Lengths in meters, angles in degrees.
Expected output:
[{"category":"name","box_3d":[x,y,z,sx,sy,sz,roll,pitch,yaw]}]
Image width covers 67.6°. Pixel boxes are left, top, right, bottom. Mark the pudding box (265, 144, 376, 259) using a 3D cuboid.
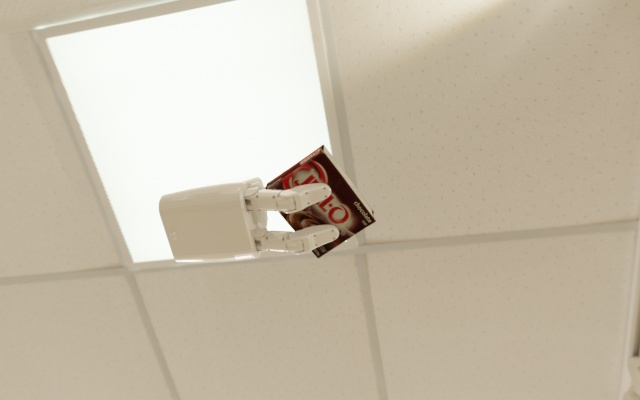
[{"category":"pudding box","box_3d":[0.000,0.002,0.587,0.090,0.113,0.039,-34,19,16]}]
